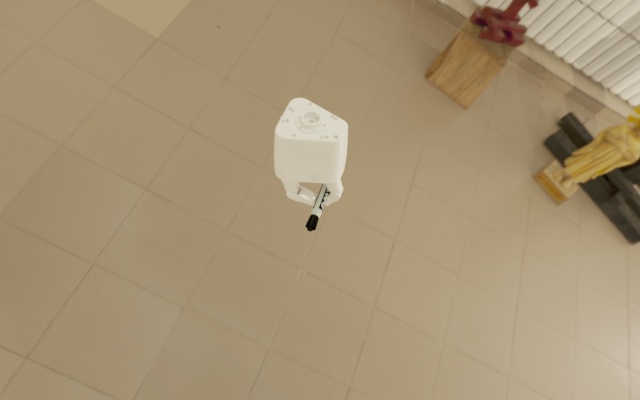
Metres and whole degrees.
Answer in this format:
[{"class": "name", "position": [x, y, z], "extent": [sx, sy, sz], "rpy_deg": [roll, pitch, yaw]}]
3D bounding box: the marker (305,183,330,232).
[{"class": "marker", "position": [0.000, 0.003, 0.835], "extent": [0.020, 0.121, 0.020], "rpy_deg": [15, -33, 10]}]
